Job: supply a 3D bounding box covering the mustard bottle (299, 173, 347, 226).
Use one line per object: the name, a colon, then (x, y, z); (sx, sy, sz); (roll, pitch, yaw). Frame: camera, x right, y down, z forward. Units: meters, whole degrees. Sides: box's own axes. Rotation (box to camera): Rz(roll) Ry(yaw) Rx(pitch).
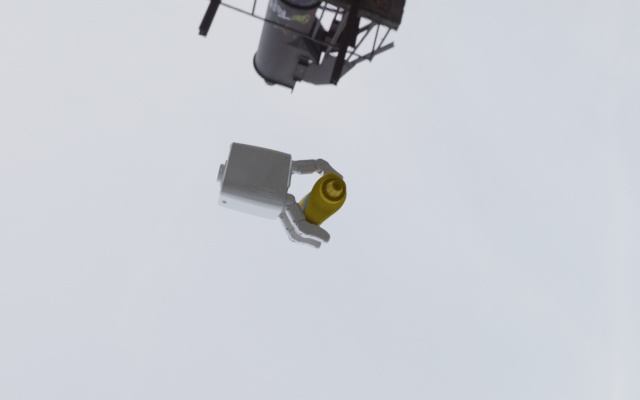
mustard bottle: (0.000, 0.003, 0.817); (0.058, 0.096, 0.192); (35, -22, -3)
